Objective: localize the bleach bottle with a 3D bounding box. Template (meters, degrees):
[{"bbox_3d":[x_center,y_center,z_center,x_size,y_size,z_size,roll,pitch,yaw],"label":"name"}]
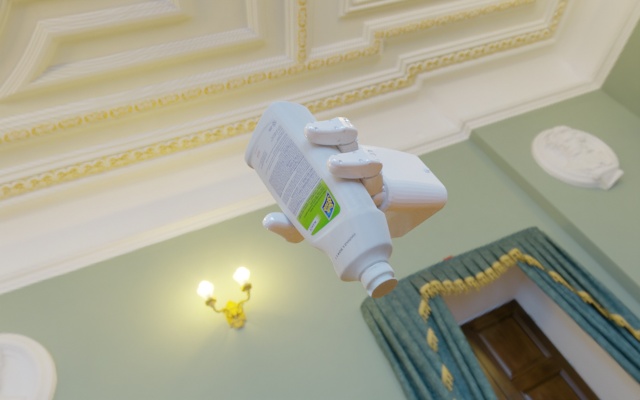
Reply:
[{"bbox_3d":[0.000,0.002,0.513,0.068,0.103,0.250,1,42,-38],"label":"bleach bottle"}]
